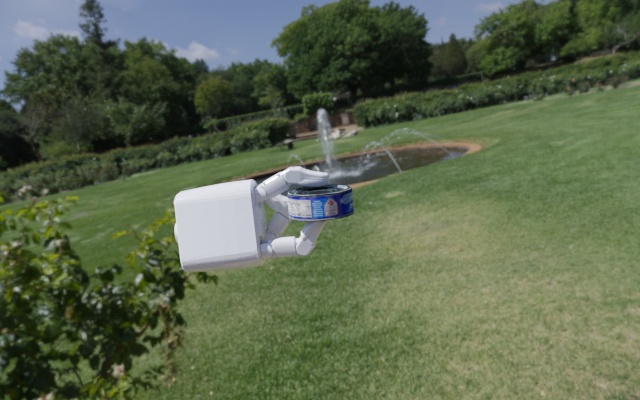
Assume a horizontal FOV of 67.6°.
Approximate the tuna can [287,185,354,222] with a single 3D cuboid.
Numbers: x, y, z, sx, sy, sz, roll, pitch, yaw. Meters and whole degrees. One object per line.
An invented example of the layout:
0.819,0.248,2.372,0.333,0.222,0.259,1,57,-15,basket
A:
0.000,0.001,0.618,0.086,0.034,0.086,-5,10,1,tuna can
